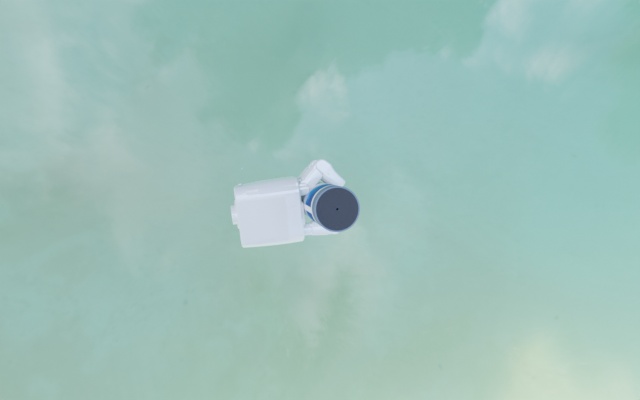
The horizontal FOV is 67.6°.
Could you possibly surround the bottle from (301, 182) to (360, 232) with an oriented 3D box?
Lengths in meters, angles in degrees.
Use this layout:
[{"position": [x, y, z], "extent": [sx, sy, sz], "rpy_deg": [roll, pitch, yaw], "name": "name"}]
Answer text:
[{"position": [0.000, 0.003, 0.822], "extent": [0.069, 0.069, 0.295], "rpy_deg": [0, 4, -9], "name": "bottle"}]
